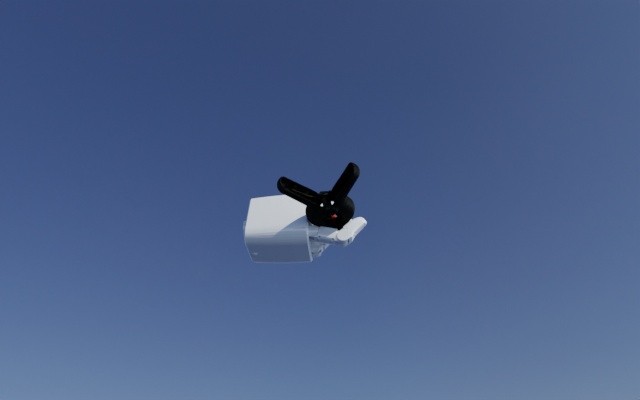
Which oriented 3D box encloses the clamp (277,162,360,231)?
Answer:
[{"bbox_3d":[0.000,0.002,0.742,0.120,0.039,0.172,-2,-34,3],"label":"clamp"}]
